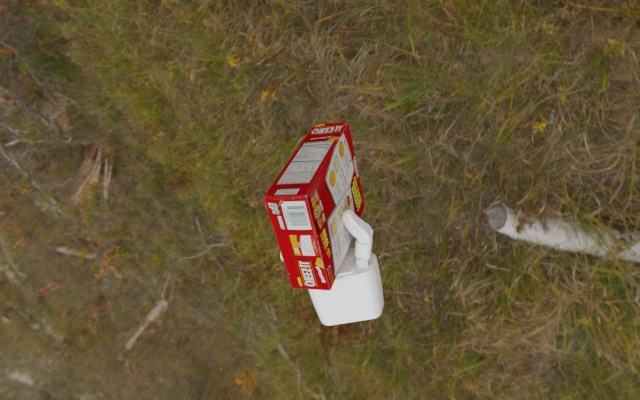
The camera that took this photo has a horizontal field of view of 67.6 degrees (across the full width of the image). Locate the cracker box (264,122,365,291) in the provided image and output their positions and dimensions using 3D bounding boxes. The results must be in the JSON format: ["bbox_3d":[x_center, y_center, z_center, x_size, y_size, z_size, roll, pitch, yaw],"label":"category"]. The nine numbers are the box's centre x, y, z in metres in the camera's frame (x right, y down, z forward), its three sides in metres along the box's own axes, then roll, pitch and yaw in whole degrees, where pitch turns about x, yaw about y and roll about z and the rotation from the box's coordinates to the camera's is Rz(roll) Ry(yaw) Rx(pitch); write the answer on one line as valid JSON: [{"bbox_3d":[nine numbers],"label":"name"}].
[{"bbox_3d":[0.000,0.002,0.722,0.072,0.164,0.213,0,34,21],"label":"cracker box"}]
